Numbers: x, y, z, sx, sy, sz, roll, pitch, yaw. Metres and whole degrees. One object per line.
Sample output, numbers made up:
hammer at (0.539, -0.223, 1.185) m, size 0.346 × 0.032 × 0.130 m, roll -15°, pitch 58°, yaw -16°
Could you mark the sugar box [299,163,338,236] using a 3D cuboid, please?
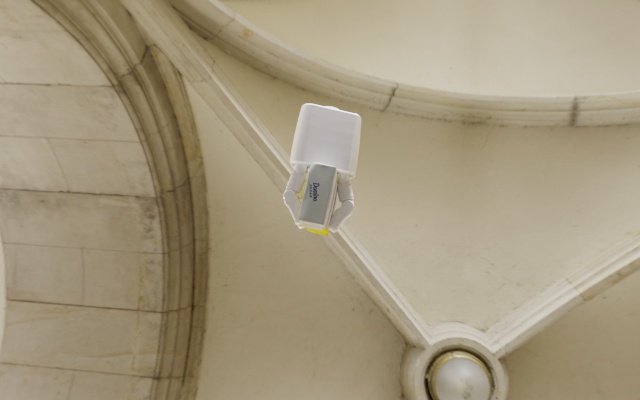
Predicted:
sugar box at (0.000, 0.002, 0.795) m, size 0.048 × 0.093 × 0.176 m, roll 11°, pitch -9°, yaw 7°
